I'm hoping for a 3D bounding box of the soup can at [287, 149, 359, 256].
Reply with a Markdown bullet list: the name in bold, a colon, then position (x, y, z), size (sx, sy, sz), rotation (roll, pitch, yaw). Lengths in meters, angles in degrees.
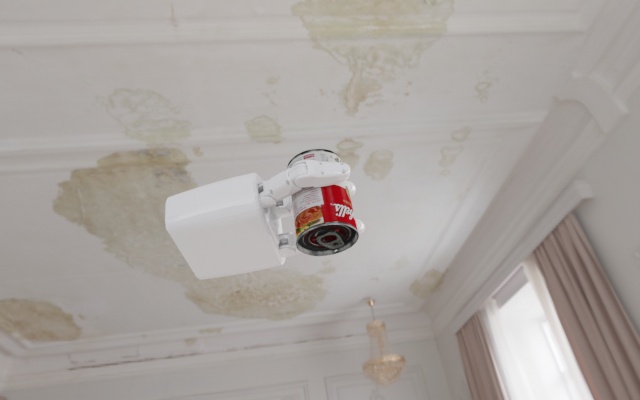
- **soup can**: position (0.001, 0.001, 0.534), size (0.068, 0.102, 0.069), rotation (-7, -33, -5)
